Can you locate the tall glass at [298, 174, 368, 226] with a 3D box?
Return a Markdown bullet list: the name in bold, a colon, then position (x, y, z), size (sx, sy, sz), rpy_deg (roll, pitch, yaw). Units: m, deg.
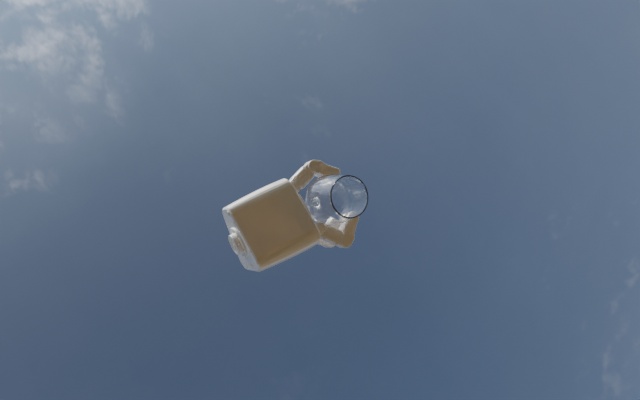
- **tall glass**: position (0.000, 0.002, 0.764), size (0.079, 0.079, 0.201), rpy_deg (0, -5, -25)
